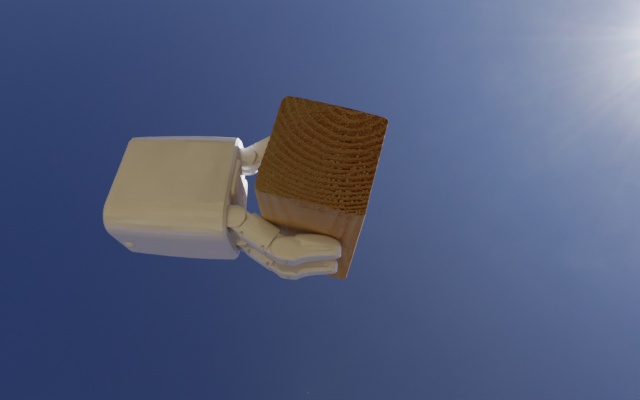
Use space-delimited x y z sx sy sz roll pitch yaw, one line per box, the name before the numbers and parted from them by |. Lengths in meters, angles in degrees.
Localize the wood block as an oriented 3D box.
wood block | 0.000 0.001 0.465 0.090 0.090 0.206 14 -22 4
